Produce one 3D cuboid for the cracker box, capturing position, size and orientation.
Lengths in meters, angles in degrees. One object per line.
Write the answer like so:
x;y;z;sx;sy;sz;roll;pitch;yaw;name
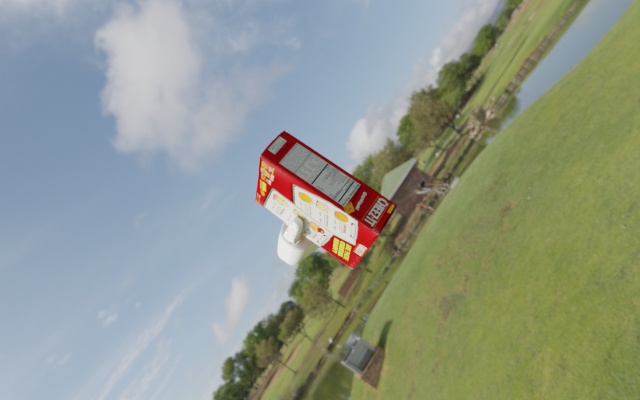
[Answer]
0.000;0.003;0.780;0.213;0.072;0.164;34;-27;6;cracker box
